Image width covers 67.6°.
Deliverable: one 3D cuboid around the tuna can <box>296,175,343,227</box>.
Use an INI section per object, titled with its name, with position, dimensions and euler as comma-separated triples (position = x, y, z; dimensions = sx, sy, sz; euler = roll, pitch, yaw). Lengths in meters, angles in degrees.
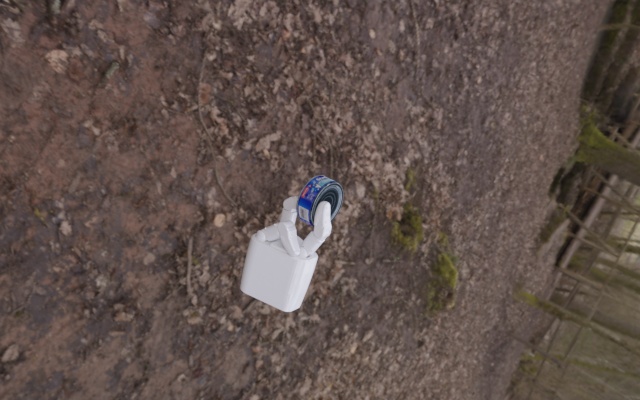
[tuna can]
position = 0.001, 0.003, 0.800
dimensions = 0.033, 0.086, 0.086
euler = 26, 15, 33
